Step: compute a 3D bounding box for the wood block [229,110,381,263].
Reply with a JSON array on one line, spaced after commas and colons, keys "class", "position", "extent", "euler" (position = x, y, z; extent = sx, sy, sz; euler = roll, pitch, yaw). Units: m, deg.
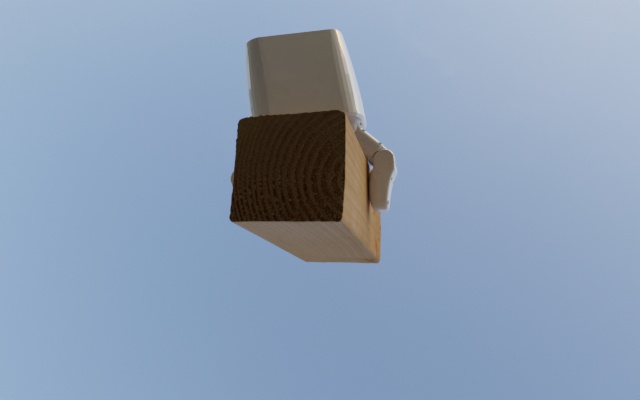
[{"class": "wood block", "position": [0.000, 0.001, 0.458], "extent": [0.091, 0.090, 0.206], "euler": [-2, -16, 15]}]
